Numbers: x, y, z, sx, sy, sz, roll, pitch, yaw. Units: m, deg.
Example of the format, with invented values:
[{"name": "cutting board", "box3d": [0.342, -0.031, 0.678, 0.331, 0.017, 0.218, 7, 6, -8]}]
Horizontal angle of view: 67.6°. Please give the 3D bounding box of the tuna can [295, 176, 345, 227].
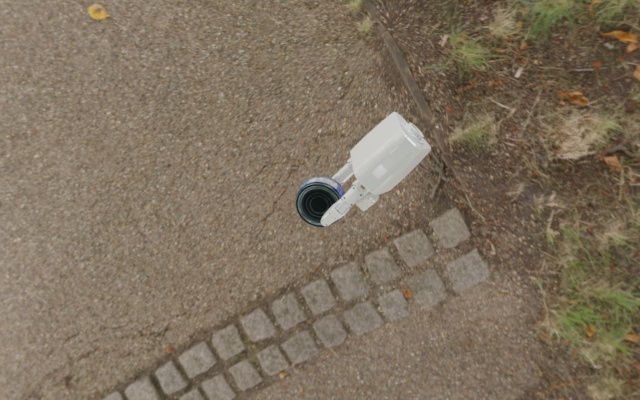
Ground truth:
[{"name": "tuna can", "box3d": [0.000, 0.003, 0.825, 0.086, 0.086, 0.033, 0, 24, 12]}]
